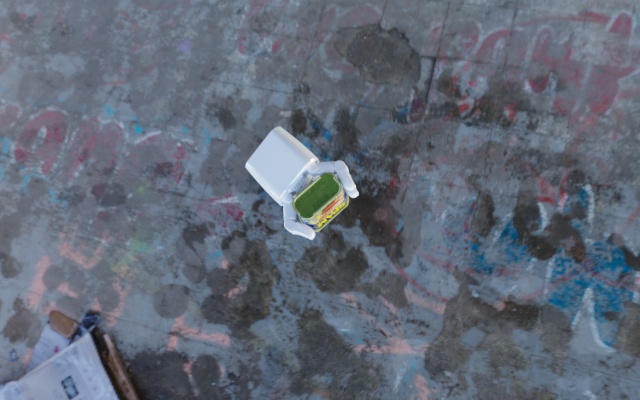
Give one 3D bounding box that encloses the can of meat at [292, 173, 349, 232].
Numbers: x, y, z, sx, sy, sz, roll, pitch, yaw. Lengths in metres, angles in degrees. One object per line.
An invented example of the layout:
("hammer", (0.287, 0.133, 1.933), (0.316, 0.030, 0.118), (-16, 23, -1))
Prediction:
("can of meat", (0.000, 0.003, 0.892), (0.102, 0.057, 0.084), (-41, -19, -4))
